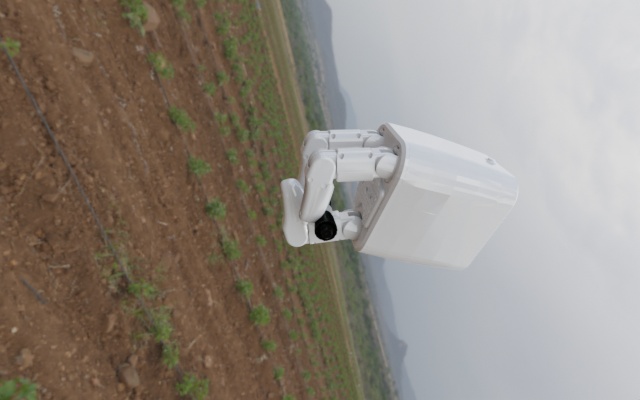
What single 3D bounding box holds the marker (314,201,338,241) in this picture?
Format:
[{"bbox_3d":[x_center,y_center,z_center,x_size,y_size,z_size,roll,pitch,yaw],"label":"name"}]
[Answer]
[{"bbox_3d":[0.000,0.001,0.430,0.020,0.020,0.121,0,25,-6],"label":"marker"}]
